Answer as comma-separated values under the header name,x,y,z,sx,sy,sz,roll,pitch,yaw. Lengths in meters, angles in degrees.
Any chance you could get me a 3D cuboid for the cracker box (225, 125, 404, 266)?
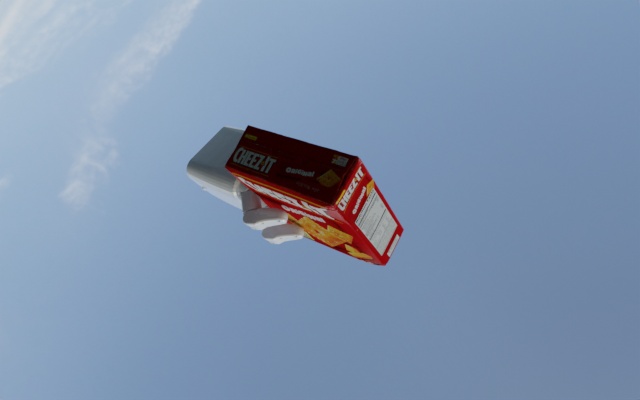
name,x,y,z,sx,sy,sz,roll,pitch,yaw
cracker box,0.000,0.002,0.626,0.164,0.072,0.214,19,-15,31
